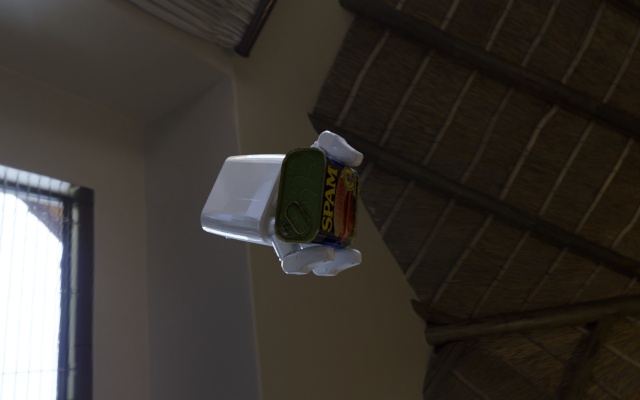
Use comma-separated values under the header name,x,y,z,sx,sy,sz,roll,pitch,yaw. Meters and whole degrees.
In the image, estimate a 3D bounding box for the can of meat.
name,x,y,z,sx,sy,sz,roll,pitch,yaw
can of meat,0.000,0.002,0.530,0.057,0.102,0.084,0,-11,33
